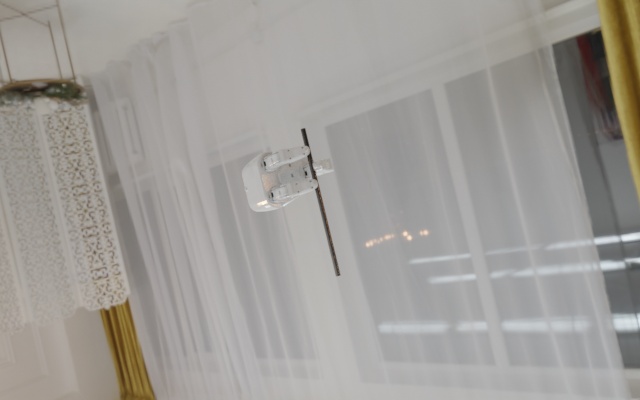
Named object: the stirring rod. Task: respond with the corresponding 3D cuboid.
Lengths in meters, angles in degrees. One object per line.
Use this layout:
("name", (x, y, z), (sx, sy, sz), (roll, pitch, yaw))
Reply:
("stirring rod", (0.000, 0.002, 0.760), (0.011, 0.239, 0.011), (-14, -1, 0))
